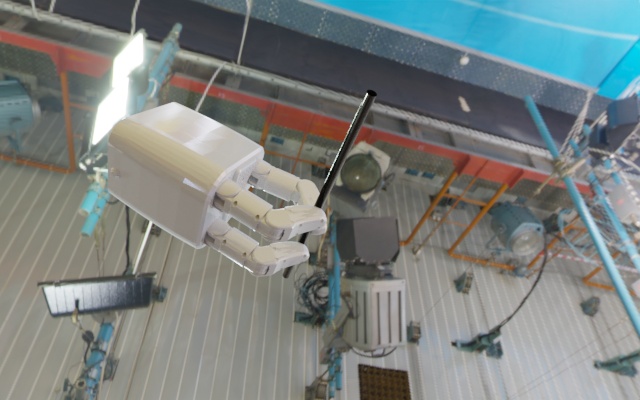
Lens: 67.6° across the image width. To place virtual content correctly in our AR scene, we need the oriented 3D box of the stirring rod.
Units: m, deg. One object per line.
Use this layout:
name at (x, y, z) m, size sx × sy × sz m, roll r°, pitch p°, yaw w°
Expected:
stirring rod at (0.000, 0.001, 0.426) m, size 0.011 × 0.011 × 0.240 m, roll 0°, pitch -41°, yaw -24°
